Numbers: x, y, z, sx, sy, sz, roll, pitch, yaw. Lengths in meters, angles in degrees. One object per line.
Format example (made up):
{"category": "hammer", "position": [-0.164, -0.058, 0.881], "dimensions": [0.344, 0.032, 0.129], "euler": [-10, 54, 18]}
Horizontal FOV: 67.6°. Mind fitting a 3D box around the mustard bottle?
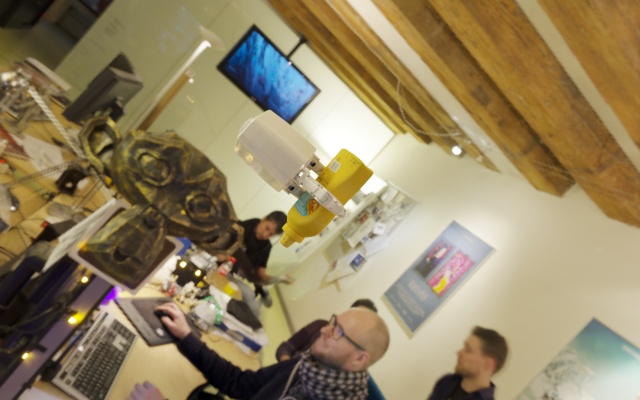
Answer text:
{"category": "mustard bottle", "position": [0.001, 0.003, 0.797], "dimensions": [0.058, 0.191, 0.096], "euler": [40, 3, -29]}
